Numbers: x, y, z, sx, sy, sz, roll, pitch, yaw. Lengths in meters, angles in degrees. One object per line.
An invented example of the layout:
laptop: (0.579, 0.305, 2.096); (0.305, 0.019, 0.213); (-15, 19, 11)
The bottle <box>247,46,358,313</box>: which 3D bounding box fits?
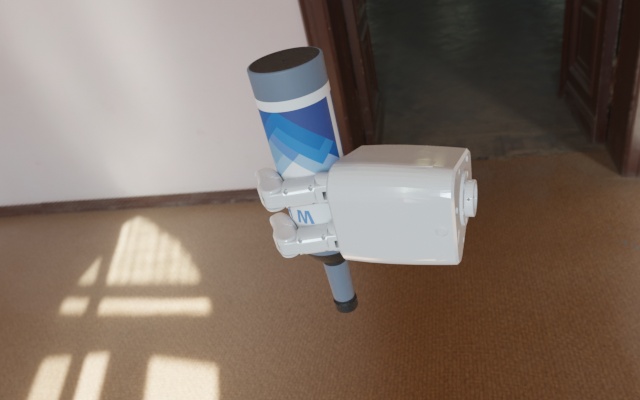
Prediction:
bottle: (0.000, 0.001, 0.482); (0.069, 0.296, 0.069); (-10, 32, 7)
